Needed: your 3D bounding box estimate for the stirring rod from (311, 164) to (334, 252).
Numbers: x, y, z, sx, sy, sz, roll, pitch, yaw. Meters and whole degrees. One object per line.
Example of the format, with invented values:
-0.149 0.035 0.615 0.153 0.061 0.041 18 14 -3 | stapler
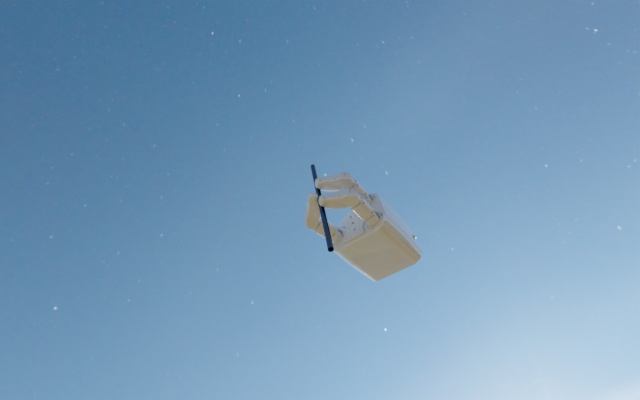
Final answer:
0.000 0.002 0.722 0.011 0.011 0.239 0 31 -7 | stirring rod
